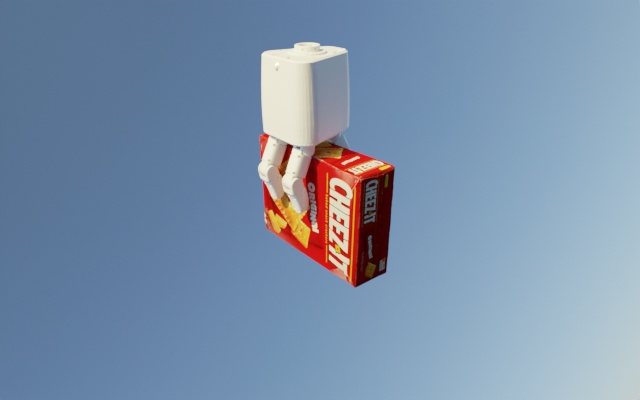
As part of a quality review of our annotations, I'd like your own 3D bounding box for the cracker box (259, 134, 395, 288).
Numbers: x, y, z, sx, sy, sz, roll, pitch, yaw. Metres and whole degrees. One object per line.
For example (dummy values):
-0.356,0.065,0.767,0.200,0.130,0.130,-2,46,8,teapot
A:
0.000,0.002,0.686,0.072,0.164,0.213,-21,33,-35,cracker box
